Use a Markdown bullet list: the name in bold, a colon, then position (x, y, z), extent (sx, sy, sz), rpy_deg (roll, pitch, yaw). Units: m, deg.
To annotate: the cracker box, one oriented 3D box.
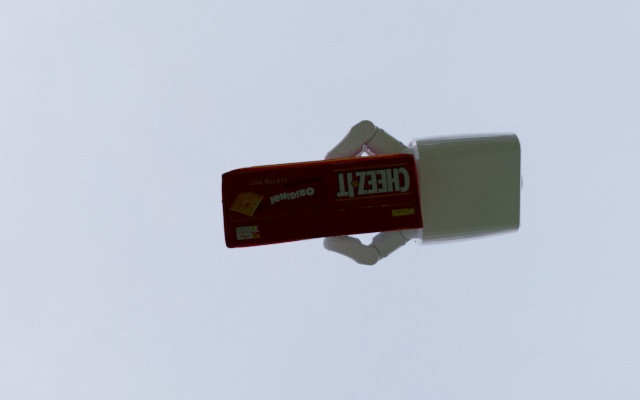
- **cracker box**: position (0.000, 0.002, 0.493), extent (0.164, 0.072, 0.214), rpy_deg (-6, -2, -1)
